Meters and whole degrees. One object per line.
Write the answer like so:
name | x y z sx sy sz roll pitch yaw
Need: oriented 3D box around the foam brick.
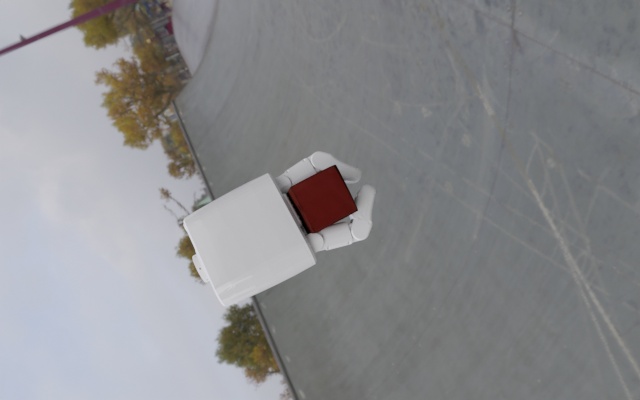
foam brick | 0.000 0.001 0.502 0.051 0.053 0.078 -27 -2 -8
